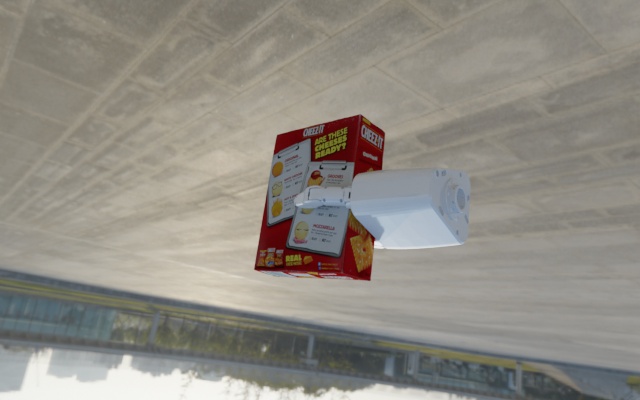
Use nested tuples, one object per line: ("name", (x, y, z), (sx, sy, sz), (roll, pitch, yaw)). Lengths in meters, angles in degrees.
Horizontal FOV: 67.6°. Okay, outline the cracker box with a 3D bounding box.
("cracker box", (0.000, 0.002, 0.676), (0.164, 0.213, 0.072), (-6, -21, 40))
